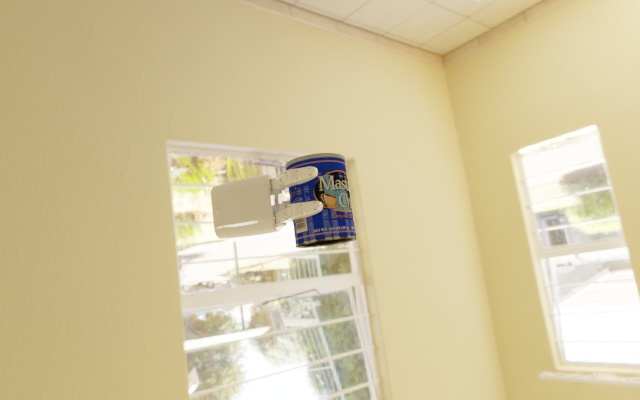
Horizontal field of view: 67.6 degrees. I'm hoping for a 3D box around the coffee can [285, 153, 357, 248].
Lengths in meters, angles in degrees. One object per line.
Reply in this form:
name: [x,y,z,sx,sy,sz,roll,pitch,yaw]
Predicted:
coffee can: [0.000,0.002,0.796,0.103,0.140,0.103,-8,-10,-1]
